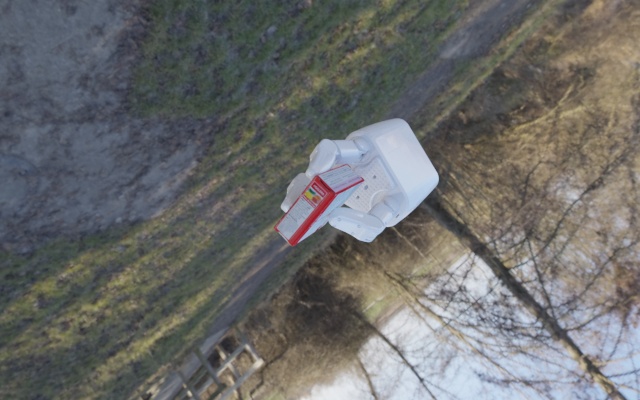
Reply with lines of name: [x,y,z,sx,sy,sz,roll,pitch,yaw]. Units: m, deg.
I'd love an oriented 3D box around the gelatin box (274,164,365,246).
gelatin box: [0.000,0.002,0.489,0.030,0.073,0.089,44,25,8]
